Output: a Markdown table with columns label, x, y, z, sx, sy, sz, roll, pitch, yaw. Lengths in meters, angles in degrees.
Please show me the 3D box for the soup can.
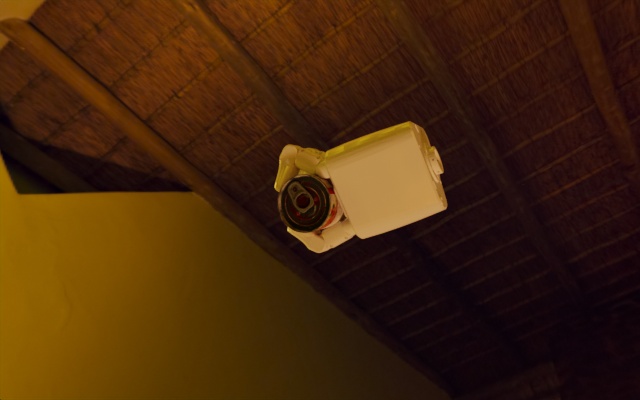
| label | x | y | z | sx | sy | sz | roll | pitch | yaw |
| --- | --- | --- | --- | --- | --- | --- | --- | --- | --- |
| soup can | 0.000 | 0.002 | 0.593 | 0.068 | 0.068 | 0.102 | 0 | 2 | 23 |
